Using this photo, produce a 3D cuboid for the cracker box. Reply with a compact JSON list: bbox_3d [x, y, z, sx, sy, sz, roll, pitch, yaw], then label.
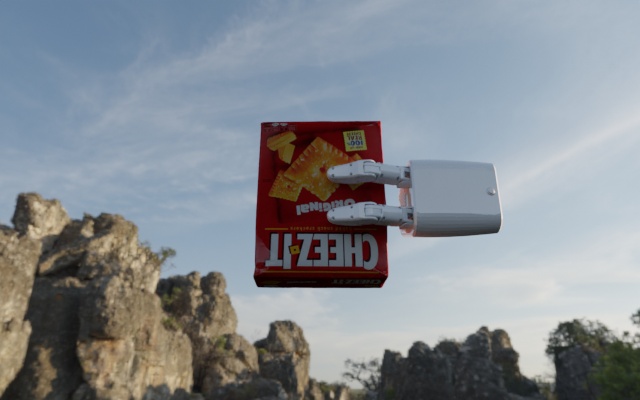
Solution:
[{"bbox_3d":[0.000,0.002,0.622,0.164,0.213,0.072,0,-21,-1],"label":"cracker box"}]
